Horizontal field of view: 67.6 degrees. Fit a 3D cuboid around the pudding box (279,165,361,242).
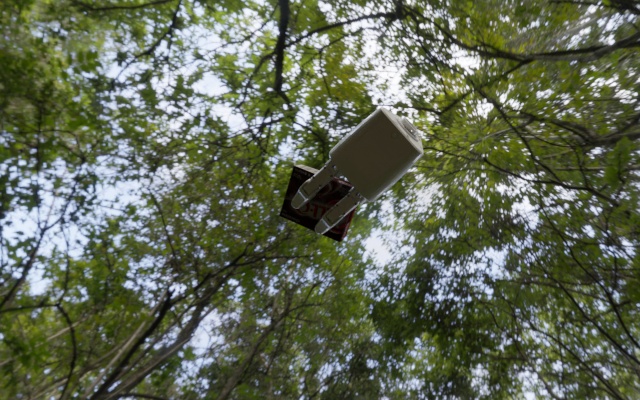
[{"bbox_3d":[0.000,0.002,0.760,0.113,0.090,0.039,23,18,17],"label":"pudding box"}]
